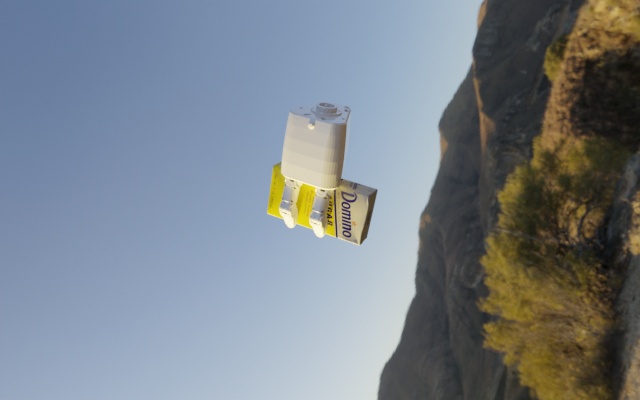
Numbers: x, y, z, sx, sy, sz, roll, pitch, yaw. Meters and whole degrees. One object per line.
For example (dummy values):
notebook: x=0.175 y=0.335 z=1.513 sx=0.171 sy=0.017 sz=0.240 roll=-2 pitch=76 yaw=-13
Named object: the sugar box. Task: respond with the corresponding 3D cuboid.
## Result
sugar box: x=0.000 y=0.003 z=0.803 sx=0.176 sy=0.093 sz=0.048 roll=18 pitch=25 yaw=20
